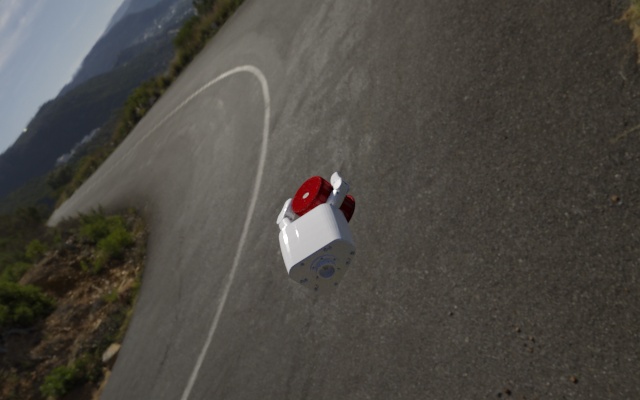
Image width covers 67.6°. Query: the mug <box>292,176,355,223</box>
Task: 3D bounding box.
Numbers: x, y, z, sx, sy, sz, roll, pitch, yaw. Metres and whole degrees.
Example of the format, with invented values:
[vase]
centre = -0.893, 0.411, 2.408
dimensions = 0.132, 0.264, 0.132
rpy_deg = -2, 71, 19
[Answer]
[mug]
centre = 0.000, 0.002, 0.884
dimensions = 0.081, 0.093, 0.117
rpy_deg = 36, 15, -28
